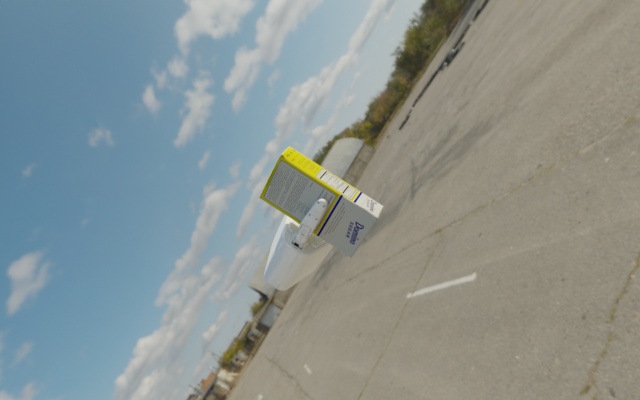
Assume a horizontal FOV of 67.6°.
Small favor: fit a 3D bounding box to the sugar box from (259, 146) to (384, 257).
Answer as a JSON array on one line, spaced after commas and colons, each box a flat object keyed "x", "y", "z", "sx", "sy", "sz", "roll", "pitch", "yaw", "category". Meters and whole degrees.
[{"x": 0.000, "y": 0.002, "z": 0.746, "sx": 0.176, "sy": 0.093, "sz": 0.048, "roll": 32, "pitch": 35, "yaw": 2, "category": "sugar box"}]
